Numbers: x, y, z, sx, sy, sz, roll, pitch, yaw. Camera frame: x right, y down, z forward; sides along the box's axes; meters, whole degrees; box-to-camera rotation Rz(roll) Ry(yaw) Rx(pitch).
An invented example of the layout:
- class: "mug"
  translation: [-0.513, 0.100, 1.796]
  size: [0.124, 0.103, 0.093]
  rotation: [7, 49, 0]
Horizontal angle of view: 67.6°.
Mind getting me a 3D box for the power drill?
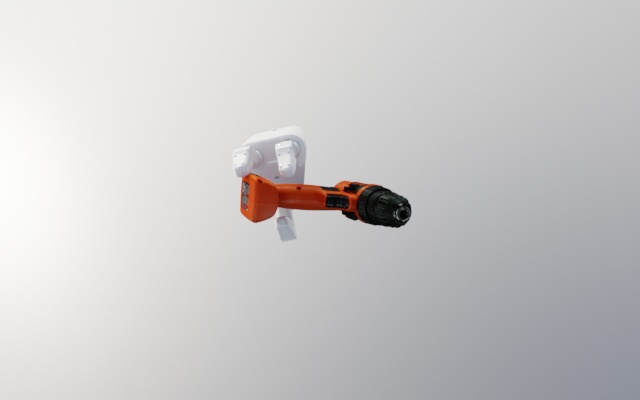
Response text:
- class: "power drill"
  translation: [0.000, 0.002, 0.605]
  size: [0.187, 0.057, 0.184]
  rotation: [4, 4, -20]
